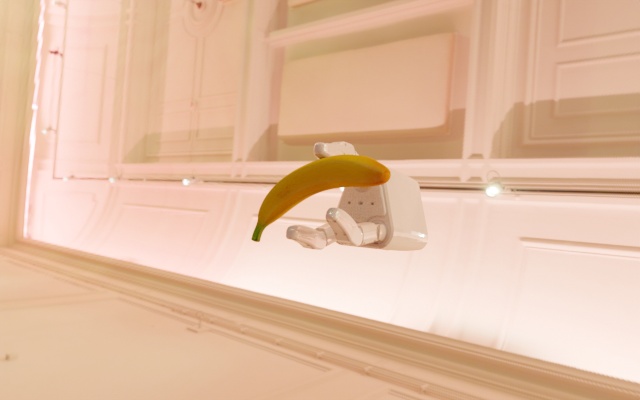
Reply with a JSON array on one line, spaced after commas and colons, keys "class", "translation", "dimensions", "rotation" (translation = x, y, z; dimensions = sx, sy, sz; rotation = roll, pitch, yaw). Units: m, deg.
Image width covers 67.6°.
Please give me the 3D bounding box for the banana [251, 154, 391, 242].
[{"class": "banana", "translation": [-0.006, -0.014, 0.551], "dimensions": [0.198, 0.069, 0.037], "rotation": [-27, -28, 32]}]
